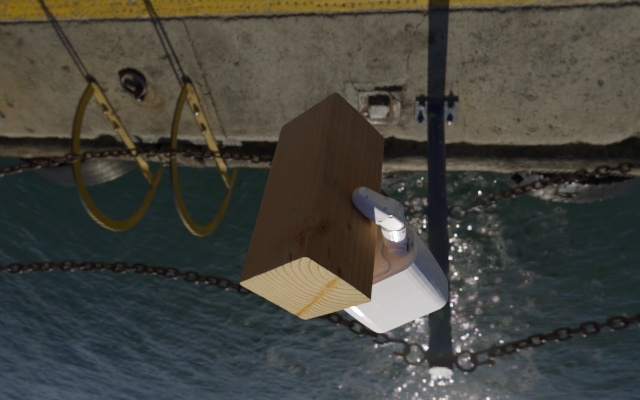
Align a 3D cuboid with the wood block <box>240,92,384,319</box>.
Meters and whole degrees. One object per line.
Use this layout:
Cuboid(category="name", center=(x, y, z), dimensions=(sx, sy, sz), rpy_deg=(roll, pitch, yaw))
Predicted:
Cuboid(category="wood block", center=(0.001, 0.002, 0.492), dimensions=(0.091, 0.206, 0.090), rpy_deg=(-25, -49, 37))
